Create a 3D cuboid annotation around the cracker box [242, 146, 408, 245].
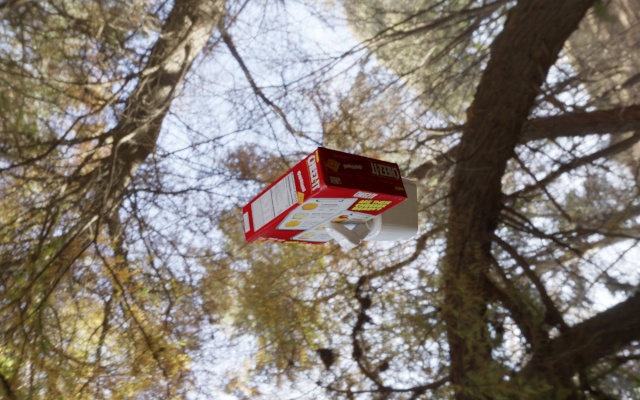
[{"bbox_3d":[0.000,0.003,0.752,0.164,0.072,0.214,7,-28,-39],"label":"cracker box"}]
